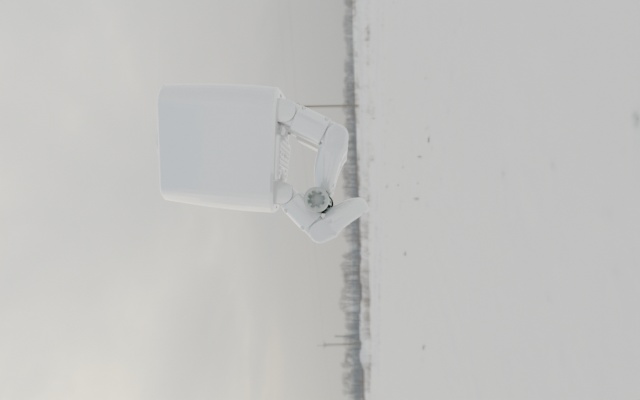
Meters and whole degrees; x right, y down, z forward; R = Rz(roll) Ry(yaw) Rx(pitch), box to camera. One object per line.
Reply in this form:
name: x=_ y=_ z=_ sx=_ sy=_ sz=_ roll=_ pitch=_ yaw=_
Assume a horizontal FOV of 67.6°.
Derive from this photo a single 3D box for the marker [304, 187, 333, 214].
marker: x=0.000 y=0.001 z=0.412 sx=0.020 sy=0.020 sz=0.121 roll=0 pitch=-2 yaw=3
